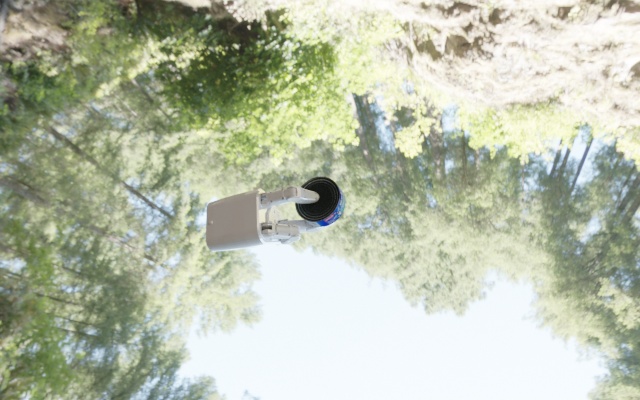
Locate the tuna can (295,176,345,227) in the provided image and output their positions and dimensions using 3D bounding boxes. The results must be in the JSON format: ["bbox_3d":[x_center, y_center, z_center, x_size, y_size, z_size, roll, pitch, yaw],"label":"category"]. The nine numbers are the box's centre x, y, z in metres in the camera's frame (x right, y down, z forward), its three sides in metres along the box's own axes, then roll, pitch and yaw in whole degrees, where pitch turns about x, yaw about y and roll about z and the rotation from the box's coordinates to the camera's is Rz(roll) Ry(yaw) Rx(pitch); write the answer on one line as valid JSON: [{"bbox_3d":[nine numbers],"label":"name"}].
[{"bbox_3d":[0.000,0.003,0.845,0.086,0.086,0.034,0,-22,25],"label":"tuna can"}]
